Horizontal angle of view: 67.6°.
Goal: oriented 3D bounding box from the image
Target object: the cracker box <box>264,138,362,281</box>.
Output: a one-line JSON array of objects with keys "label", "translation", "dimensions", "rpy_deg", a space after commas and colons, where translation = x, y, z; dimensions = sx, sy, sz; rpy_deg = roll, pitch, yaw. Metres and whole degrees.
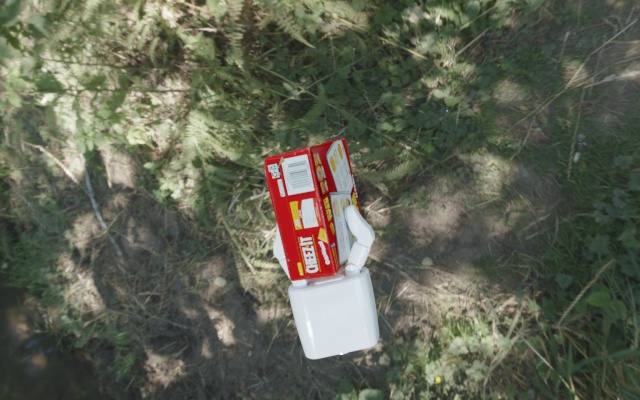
[{"label": "cracker box", "translation": [0.000, 0.002, 0.687], "dimensions": [0.072, 0.164, 0.213], "rpy_deg": [-10, 7, 16]}]
